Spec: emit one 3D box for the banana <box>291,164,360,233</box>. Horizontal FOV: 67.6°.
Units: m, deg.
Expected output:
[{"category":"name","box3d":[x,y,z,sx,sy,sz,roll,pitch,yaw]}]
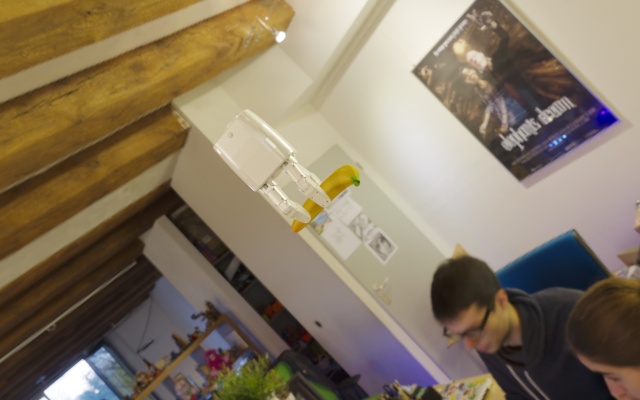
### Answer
[{"category":"banana","box3d":[0.010,-0.010,0.825,0.198,0.037,0.069,-41,10,45]}]
